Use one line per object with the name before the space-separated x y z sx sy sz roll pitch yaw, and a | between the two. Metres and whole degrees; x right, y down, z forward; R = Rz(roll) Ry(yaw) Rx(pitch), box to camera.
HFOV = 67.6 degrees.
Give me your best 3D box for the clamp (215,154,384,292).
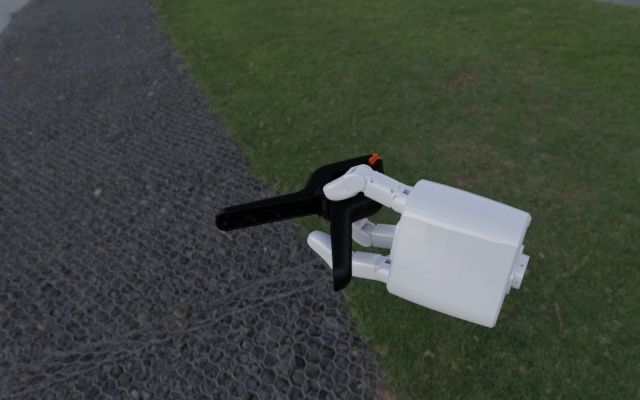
clamp | 0.001 0.001 0.530 0.164 0.036 0.210 19 41 23
